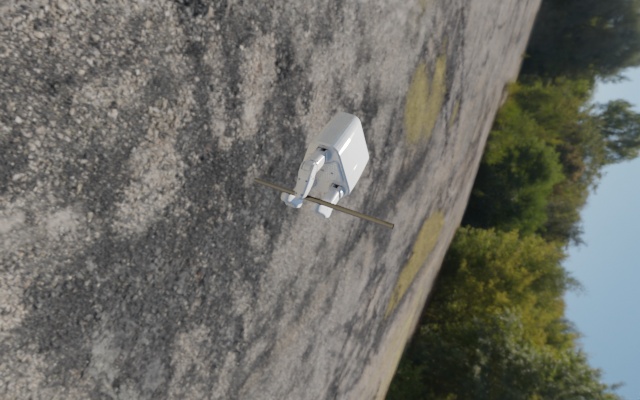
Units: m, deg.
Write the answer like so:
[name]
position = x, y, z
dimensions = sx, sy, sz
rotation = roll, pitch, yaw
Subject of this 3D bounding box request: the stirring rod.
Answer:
[stirring rod]
position = 0.000, 0.002, 0.749
dimensions = 0.239, 0.011, 0.011
rotation = 19, 6, 18
